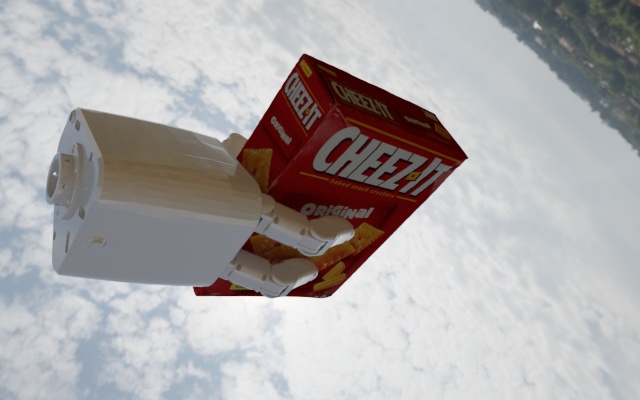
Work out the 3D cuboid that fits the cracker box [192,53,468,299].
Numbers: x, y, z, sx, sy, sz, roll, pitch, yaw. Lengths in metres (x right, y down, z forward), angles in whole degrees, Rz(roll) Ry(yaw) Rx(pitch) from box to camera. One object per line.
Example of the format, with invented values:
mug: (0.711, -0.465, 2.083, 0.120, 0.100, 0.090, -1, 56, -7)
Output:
cracker box: (0.000, 0.001, 0.424, 0.164, 0.072, 0.214, 11, -50, -41)
